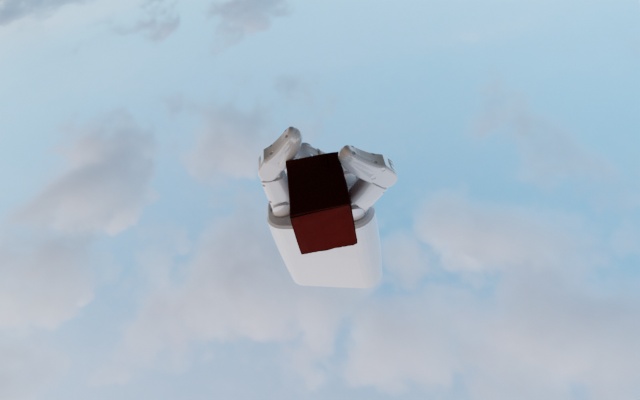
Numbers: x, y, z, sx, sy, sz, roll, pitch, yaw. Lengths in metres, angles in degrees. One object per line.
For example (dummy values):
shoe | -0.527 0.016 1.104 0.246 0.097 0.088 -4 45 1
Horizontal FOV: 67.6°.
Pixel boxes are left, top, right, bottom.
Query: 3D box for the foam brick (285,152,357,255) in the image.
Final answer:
foam brick | 0.000 0.002 0.432 0.053 0.051 0.078 -10 41 2
